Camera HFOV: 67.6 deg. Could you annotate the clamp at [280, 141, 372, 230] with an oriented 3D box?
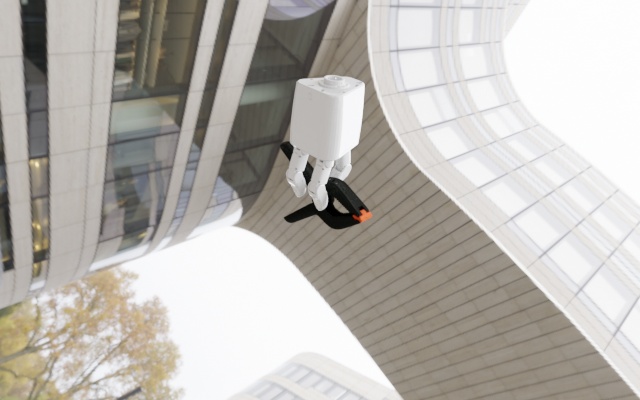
[{"bbox_3d":[0.001,0.003,0.848,0.036,0.165,0.210,-26,43,-38],"label":"clamp"}]
